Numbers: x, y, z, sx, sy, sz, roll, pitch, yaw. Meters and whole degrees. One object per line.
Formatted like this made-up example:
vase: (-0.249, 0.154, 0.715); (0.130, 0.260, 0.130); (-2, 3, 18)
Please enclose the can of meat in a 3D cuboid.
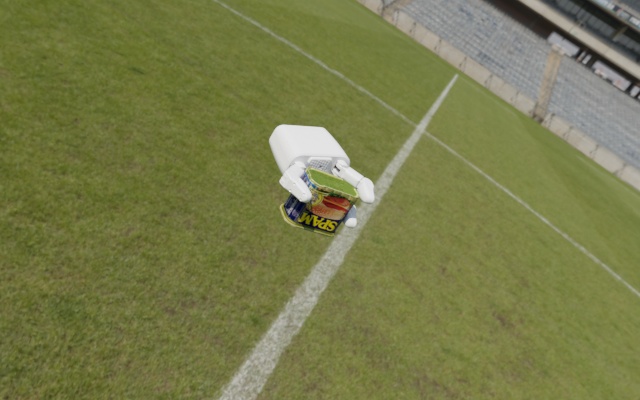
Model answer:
can of meat: (0.000, 0.002, 0.768); (0.102, 0.084, 0.057); (18, 28, -31)
